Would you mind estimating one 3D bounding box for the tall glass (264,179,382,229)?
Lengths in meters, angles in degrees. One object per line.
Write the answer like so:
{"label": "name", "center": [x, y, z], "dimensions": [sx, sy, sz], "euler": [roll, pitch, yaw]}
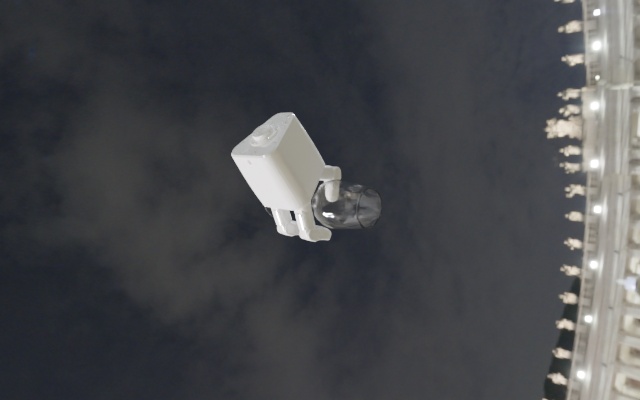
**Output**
{"label": "tall glass", "center": [0.000, 0.003, 0.773], "dimensions": [0.201, 0.079, 0.079], "euler": [7, 5, 42]}
